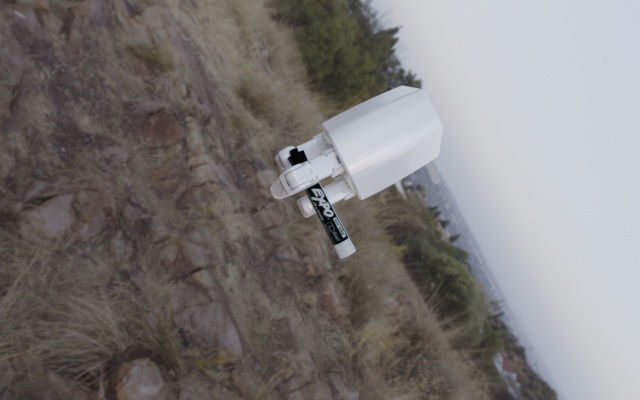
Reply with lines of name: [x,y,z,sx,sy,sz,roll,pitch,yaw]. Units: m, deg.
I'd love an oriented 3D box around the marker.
marker: [0.000,0.002,0.484,0.020,0.121,0.020,-28,1,0]
